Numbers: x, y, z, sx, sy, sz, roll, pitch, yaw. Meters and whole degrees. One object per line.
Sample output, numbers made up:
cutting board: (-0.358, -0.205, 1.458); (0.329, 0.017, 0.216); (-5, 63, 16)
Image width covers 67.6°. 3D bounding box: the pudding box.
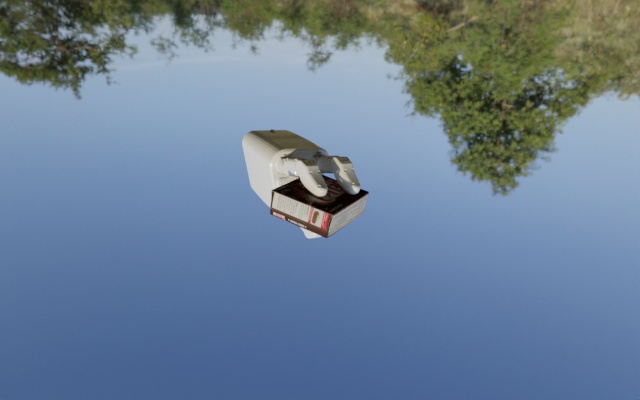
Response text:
pudding box: (0.000, 0.002, 0.630); (0.090, 0.039, 0.113); (21, 27, 23)
